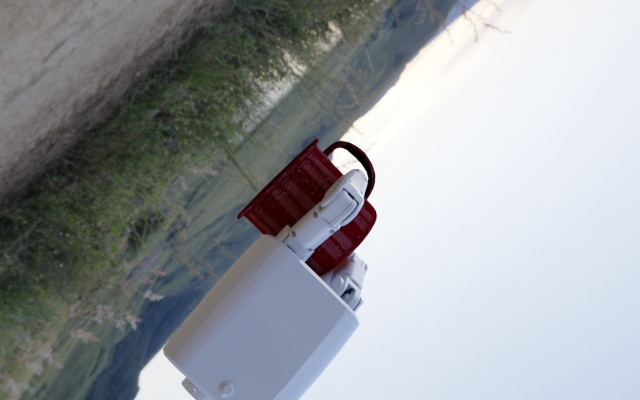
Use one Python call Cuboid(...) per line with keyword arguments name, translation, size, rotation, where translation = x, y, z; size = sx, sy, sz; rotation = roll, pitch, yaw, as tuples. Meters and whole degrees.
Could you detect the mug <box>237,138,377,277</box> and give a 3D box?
Cuboid(name="mug", translation=(0.001, 0.000, 0.401), size=(0.117, 0.081, 0.093), rotation=(-47, 8, -18))
